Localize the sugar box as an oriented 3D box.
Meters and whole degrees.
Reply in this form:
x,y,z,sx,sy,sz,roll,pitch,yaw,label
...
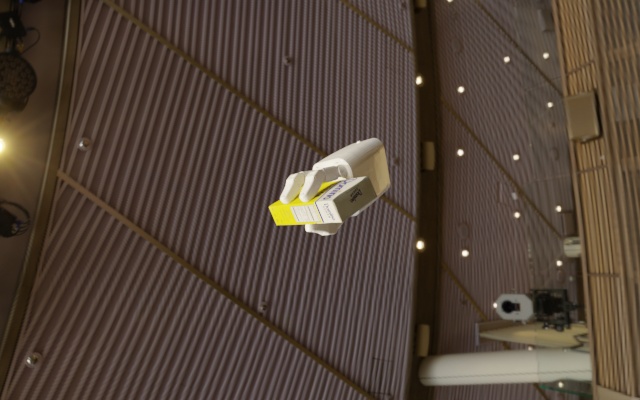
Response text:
x,y,z,sx,sy,sz,roll,pitch,yaw,label
0.000,0.002,0.808,0.093,0.048,0.176,-34,15,-37,sugar box
